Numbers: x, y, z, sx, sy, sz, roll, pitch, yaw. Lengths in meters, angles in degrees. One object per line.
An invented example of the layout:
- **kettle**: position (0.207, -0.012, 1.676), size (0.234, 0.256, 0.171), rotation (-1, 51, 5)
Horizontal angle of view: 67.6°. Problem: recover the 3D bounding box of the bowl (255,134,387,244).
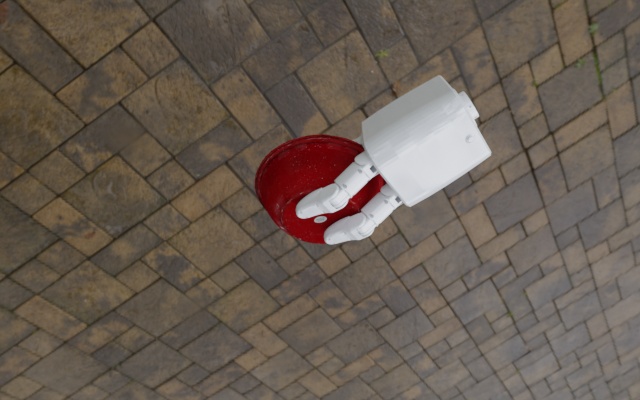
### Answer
- **bowl**: position (-0.001, 0.003, 0.570), size (0.162, 0.162, 0.055), rotation (0, 45, 0)
